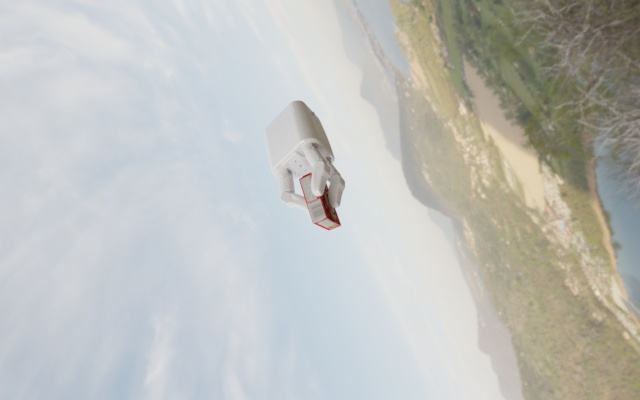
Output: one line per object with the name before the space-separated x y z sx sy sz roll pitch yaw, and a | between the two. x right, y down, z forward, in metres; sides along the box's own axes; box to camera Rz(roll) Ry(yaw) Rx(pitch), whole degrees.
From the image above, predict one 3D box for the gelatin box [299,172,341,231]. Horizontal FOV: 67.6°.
gelatin box | 0.000 0.003 0.834 0.030 0.089 0.073 -24 -21 15
